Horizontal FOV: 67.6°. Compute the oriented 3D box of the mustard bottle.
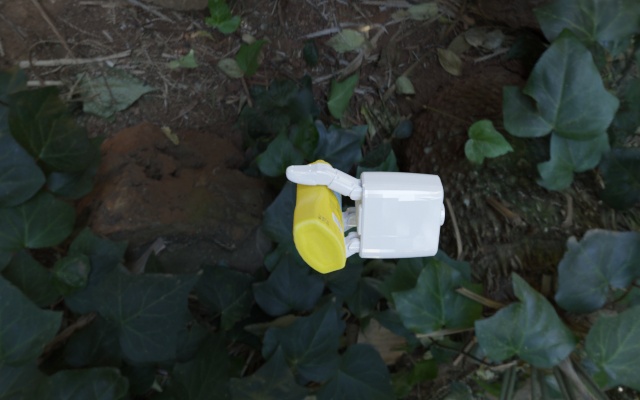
[{"bbox_3d":[0.000,0.002,0.669,0.058,0.096,0.191,-20,35,16],"label":"mustard bottle"}]
